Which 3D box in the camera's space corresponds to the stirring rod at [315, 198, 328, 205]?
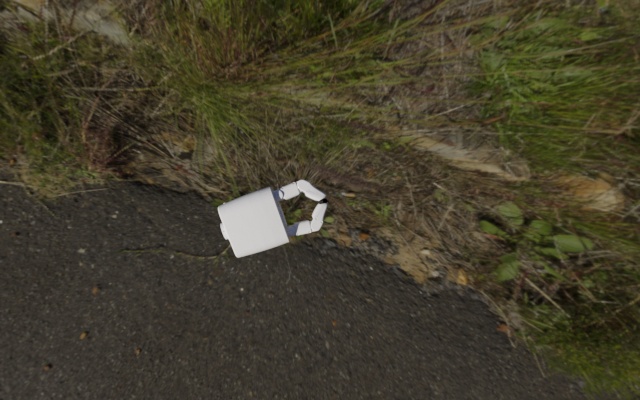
[{"bbox_3d":[0.000,0.003,0.897,0.011,0.011,0.239,0,-1,-4],"label":"stirring rod"}]
